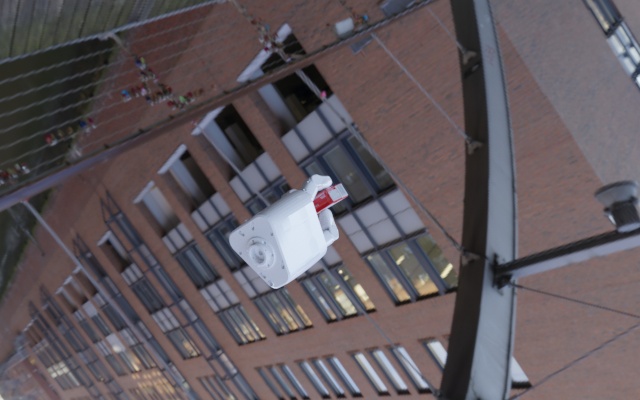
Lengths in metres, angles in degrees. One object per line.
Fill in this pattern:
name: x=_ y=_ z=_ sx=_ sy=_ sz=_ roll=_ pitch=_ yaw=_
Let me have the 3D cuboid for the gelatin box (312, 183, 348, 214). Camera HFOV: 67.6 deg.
gelatin box: x=0.000 y=0.003 z=0.836 sx=0.073 sy=0.030 sz=0.089 roll=-31 pitch=-3 yaw=22
